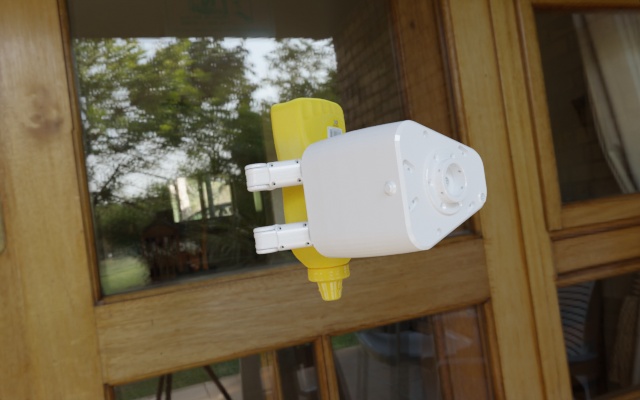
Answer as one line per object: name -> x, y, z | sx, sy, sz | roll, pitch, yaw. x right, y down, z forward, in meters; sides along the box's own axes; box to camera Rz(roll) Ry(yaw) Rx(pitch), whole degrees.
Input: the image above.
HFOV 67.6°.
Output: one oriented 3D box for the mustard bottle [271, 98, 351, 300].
mustard bottle -> 0.000, 0.001, 0.470 | 0.058, 0.191, 0.096 | -8, -1, 26
